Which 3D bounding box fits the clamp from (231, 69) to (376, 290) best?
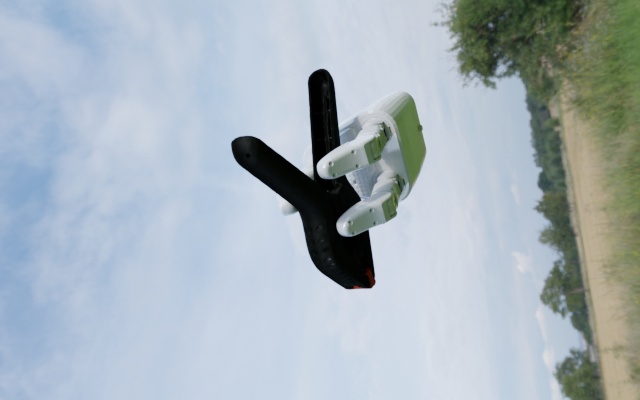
[{"bbox_3d":[0.000,0.002,0.425,0.036,0.210,0.164,-8,21,30],"label":"clamp"}]
